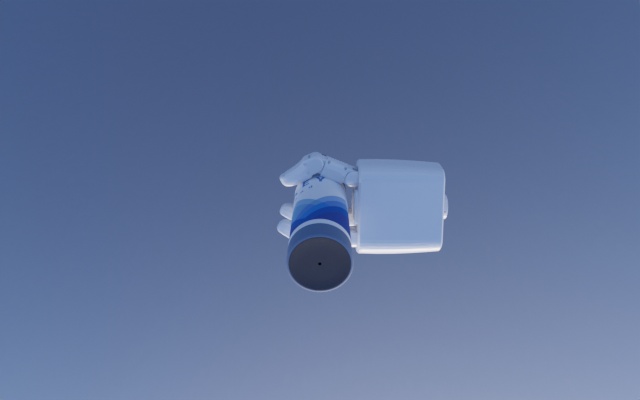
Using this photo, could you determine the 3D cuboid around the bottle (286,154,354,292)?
[{"bbox_3d":[0.000,0.002,0.602,0.069,0.069,0.295,0,24,0],"label":"bottle"}]
